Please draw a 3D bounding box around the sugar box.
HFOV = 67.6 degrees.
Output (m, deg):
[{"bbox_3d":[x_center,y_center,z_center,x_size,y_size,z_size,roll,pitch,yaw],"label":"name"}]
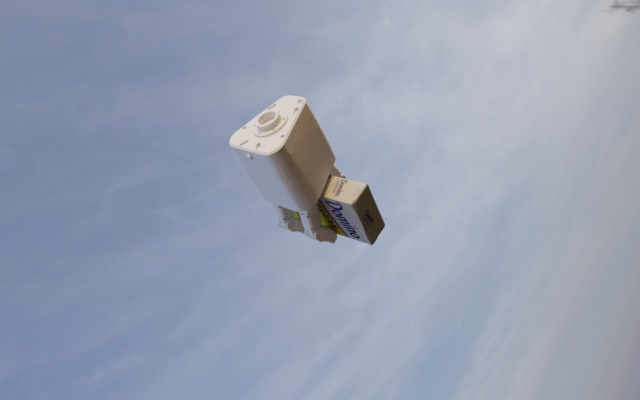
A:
[{"bbox_3d":[0.000,0.003,0.694,0.176,0.048,0.093,18,-30,39],"label":"sugar box"}]
